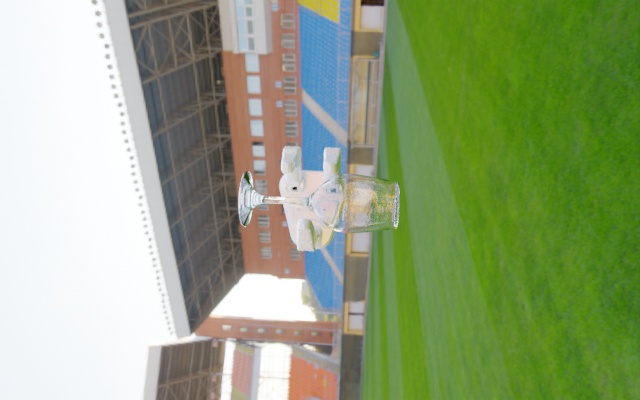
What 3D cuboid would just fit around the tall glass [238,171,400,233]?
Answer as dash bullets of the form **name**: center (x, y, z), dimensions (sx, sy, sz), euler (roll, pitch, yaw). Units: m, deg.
- **tall glass**: center (-0.001, 0.002, 0.625), dimensions (0.201, 0.079, 0.079), euler (3, 0, 4)
